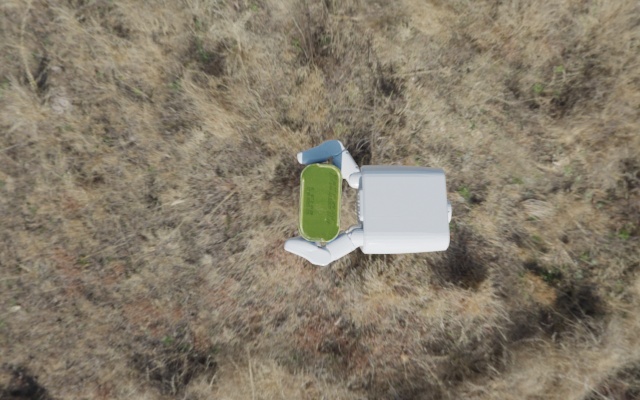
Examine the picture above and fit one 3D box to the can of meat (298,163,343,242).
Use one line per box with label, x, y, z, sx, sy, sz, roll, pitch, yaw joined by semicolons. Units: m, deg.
can of meat;0.000;0.002;0.619;0.057;0.102;0.084;2;1;0
